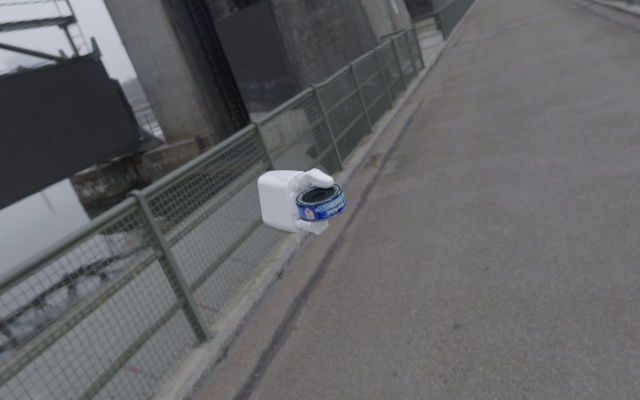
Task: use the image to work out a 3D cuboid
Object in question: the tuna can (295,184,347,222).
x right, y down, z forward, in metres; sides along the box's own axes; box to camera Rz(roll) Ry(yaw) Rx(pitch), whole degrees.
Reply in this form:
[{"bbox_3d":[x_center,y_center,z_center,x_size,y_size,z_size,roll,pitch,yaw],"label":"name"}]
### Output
[{"bbox_3d":[0.000,0.002,0.829,0.086,0.034,0.086,-14,23,6],"label":"tuna can"}]
